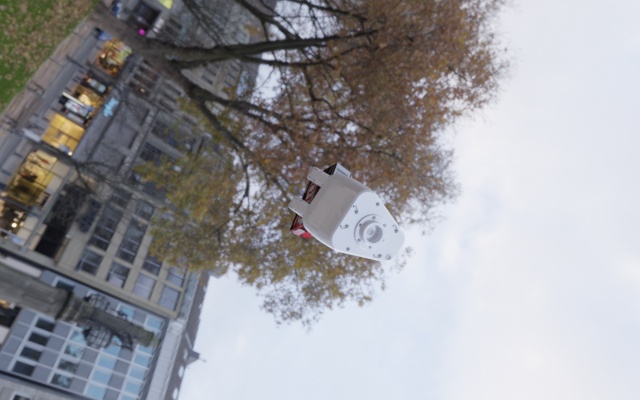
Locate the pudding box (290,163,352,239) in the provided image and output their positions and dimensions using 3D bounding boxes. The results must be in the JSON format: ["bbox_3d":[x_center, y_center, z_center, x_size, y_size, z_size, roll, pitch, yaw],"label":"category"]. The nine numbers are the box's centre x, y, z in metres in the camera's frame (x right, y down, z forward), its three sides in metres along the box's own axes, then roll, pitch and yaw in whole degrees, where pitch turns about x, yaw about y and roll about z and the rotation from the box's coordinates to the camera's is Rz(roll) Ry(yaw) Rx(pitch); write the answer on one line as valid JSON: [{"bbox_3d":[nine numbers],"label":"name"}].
[{"bbox_3d":[0.000,0.003,0.793,0.039,0.113,0.090,33,-28,-21],"label":"pudding box"}]
